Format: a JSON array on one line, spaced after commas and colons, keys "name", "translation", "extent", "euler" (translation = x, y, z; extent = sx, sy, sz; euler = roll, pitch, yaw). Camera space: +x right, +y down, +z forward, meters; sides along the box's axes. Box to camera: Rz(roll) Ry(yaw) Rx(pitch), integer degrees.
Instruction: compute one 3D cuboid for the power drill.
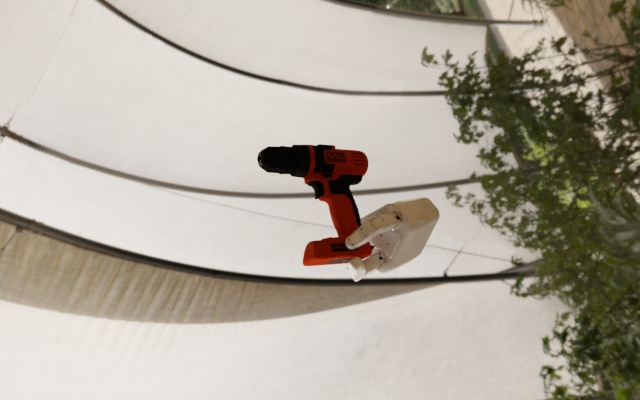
[{"name": "power drill", "translation": [0.000, 0.003, 0.726], "extent": [0.184, 0.187, 0.057], "euler": [0, -18, -24]}]
